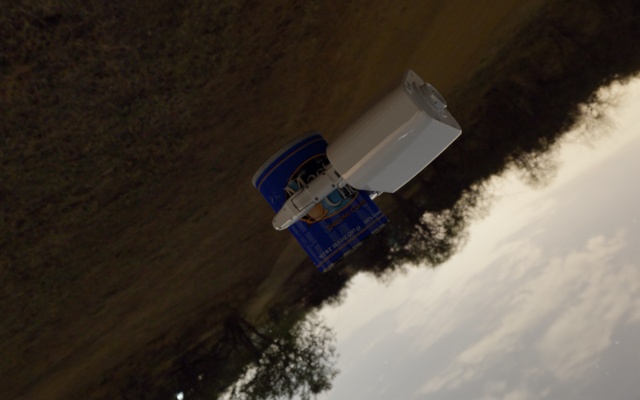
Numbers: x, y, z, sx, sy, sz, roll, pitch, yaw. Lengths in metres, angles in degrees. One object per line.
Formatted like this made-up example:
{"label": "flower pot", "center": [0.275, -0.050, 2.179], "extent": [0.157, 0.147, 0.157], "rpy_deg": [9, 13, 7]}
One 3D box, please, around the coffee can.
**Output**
{"label": "coffee can", "center": [0.000, 0.002, 0.572], "extent": [0.103, 0.140, 0.103], "rpy_deg": [-37, -7, -5]}
